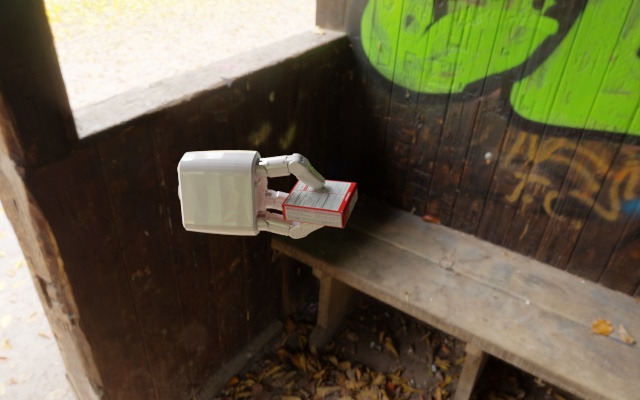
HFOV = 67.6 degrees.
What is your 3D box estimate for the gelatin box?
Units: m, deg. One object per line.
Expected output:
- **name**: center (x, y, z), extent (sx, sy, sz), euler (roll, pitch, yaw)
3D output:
- **gelatin box**: center (0.000, 0.002, 0.663), extent (0.089, 0.030, 0.073), euler (6, 35, 18)
